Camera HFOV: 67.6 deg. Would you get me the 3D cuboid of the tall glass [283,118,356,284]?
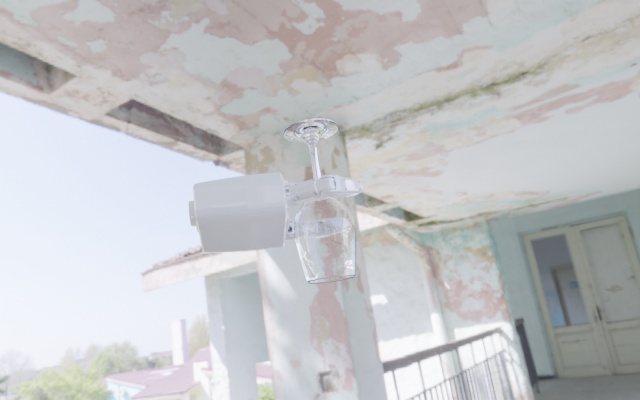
[{"bbox_3d":[0.000,0.001,0.611,0.079,0.201,0.079,-8,-15,-2],"label":"tall glass"}]
